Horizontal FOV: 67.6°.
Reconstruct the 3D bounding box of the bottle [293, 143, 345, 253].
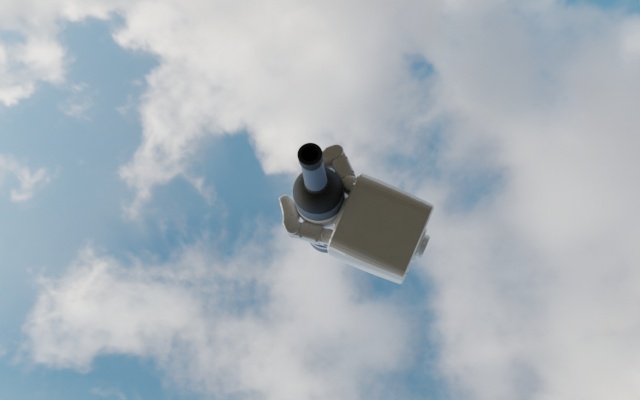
[{"bbox_3d":[0.000,0.002,0.647,0.069,0.069,0.296,0,-21,5],"label":"bottle"}]
